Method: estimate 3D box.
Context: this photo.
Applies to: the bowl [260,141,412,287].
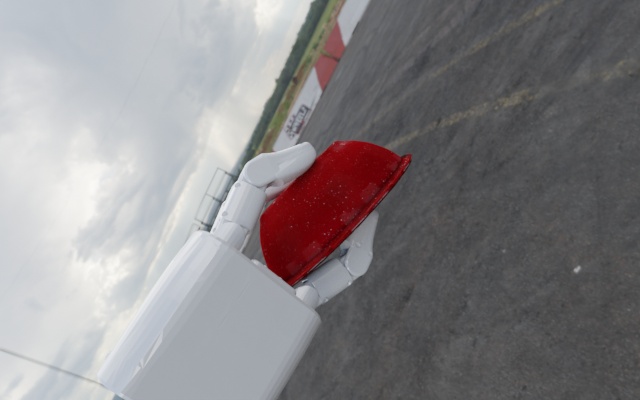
[{"bbox_3d":[0.000,0.000,0.403,0.055,0.162,0.162,45,2,-2],"label":"bowl"}]
